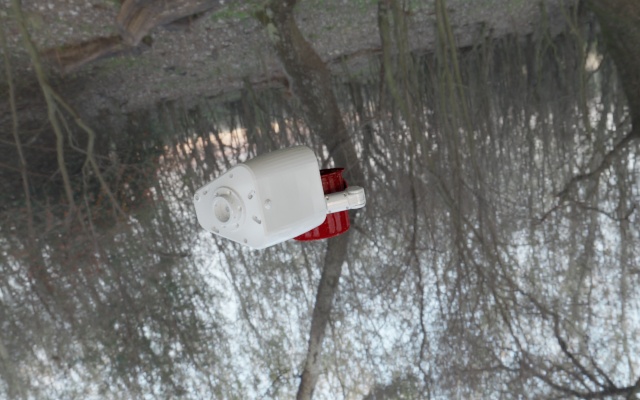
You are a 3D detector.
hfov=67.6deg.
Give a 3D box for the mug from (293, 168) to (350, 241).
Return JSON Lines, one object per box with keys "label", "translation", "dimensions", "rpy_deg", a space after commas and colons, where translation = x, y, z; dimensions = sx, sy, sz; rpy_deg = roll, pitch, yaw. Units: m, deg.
{"label": "mug", "translation": [0.001, 0.002, 0.643], "dimensions": [0.093, 0.081, 0.117], "rpy_deg": [-3, 11, 38]}
